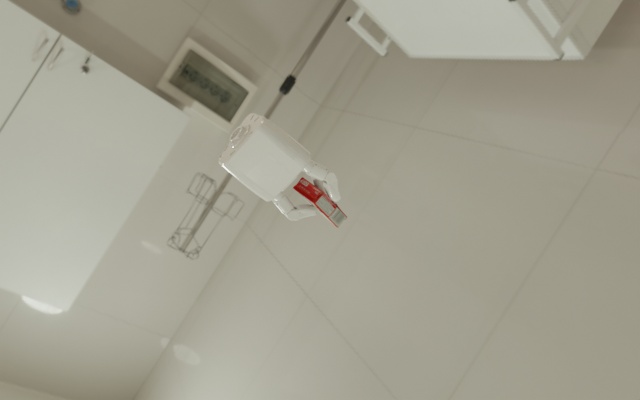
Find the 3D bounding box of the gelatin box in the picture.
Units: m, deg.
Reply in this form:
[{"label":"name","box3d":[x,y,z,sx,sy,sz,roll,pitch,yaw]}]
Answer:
[{"label":"gelatin box","box3d":[0.000,0.003,0.877,0.073,0.030,0.089,37,-7,48]}]
